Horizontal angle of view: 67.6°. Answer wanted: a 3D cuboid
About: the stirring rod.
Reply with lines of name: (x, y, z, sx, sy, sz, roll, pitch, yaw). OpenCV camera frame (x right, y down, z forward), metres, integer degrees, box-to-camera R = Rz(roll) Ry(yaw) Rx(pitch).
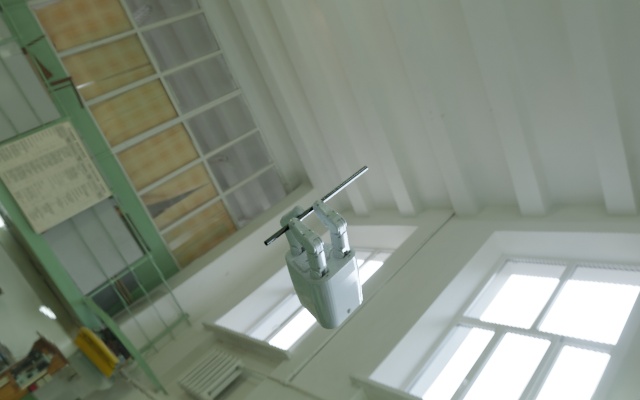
stirring rod: (0.000, 0.003, 0.751, 0.011, 0.011, 0.239, 0, 29, 48)
